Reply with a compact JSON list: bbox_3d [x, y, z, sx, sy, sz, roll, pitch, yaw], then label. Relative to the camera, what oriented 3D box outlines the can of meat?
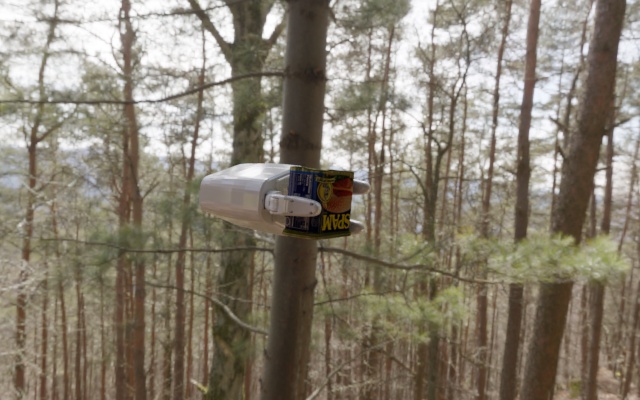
[{"bbox_3d":[0.000,0.002,0.600,0.057,0.084,0.102,7,3,32],"label":"can of meat"}]
